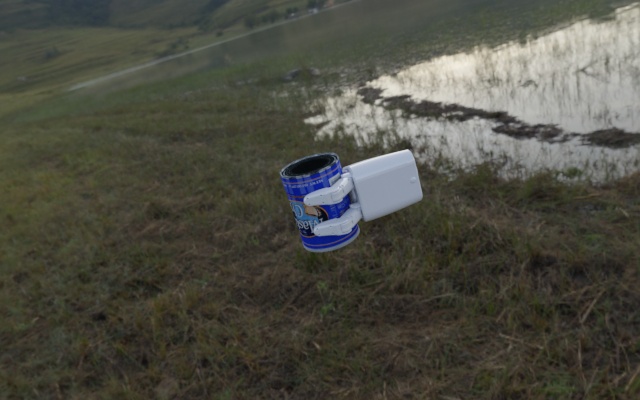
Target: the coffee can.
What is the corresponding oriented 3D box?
[{"bbox_3d":[0.000,0.003,0.814,0.103,0.140,0.102,-15,21,6],"label":"coffee can"}]
